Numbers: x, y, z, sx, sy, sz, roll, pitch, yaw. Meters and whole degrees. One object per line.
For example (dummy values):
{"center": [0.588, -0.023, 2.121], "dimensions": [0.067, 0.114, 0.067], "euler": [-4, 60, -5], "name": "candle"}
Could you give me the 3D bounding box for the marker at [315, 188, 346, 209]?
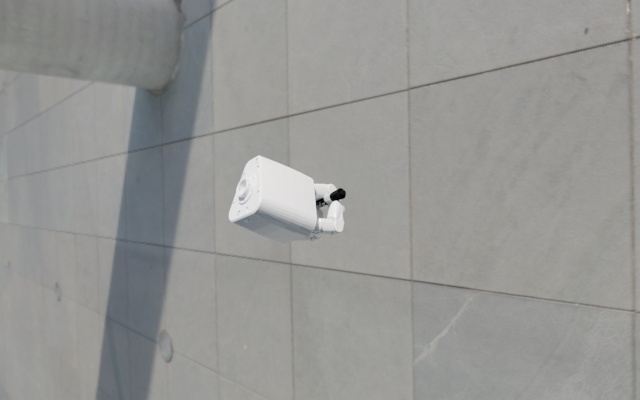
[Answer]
{"center": [0.000, 0.003, 0.831], "dimensions": [0.020, 0.020, 0.121], "euler": [0, -15, -42], "name": "marker"}
